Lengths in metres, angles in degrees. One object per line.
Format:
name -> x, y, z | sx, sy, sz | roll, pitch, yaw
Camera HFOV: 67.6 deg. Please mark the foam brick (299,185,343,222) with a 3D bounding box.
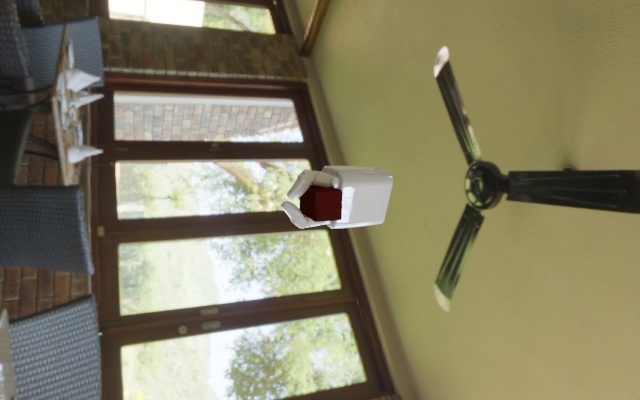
foam brick -> 0.000, 0.003, 0.827 | 0.051, 0.053, 0.078 | -2, 12, -22
